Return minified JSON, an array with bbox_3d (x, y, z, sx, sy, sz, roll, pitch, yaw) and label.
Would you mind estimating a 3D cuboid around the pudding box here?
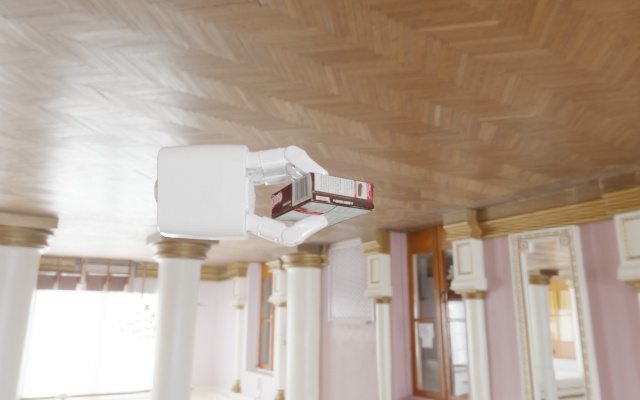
[{"bbox_3d":[0.000,0.002,0.602,0.090,0.039,0.113,8,-16,-29],"label":"pudding box"}]
